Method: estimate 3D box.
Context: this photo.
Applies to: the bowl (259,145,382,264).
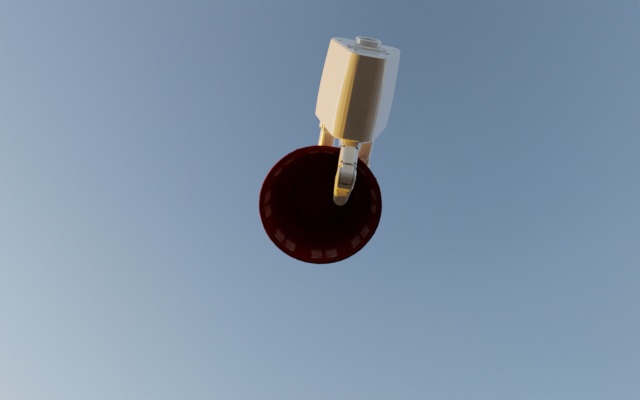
[{"bbox_3d":[0.000,0.003,0.649,0.162,0.162,0.055,0,13,0],"label":"bowl"}]
